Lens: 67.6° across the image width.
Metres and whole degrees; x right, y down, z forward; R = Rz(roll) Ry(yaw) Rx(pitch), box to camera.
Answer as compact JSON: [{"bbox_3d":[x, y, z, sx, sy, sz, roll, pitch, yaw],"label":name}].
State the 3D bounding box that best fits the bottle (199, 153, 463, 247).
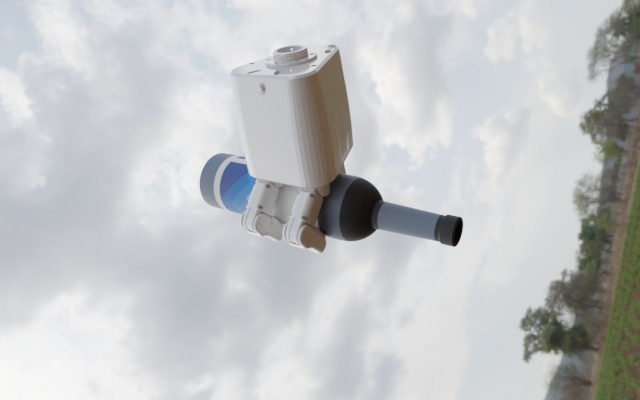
[{"bbox_3d":[0.000,0.002,0.500,0.295,0.069,0.069,12,6,32],"label":"bottle"}]
